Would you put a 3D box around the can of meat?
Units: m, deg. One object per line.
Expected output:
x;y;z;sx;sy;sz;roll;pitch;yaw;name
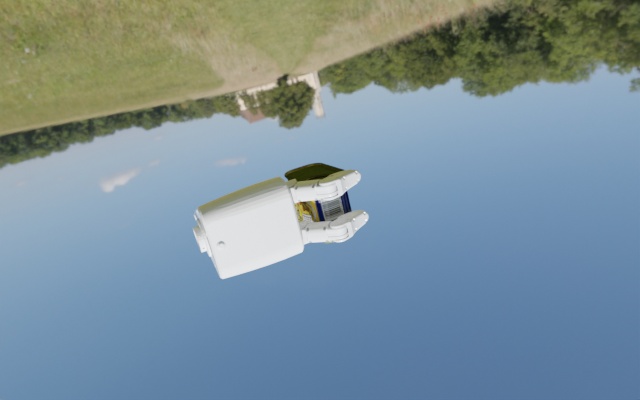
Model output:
0.000;0.002;0.631;0.057;0.084;0.102;-20;19;-20;can of meat
